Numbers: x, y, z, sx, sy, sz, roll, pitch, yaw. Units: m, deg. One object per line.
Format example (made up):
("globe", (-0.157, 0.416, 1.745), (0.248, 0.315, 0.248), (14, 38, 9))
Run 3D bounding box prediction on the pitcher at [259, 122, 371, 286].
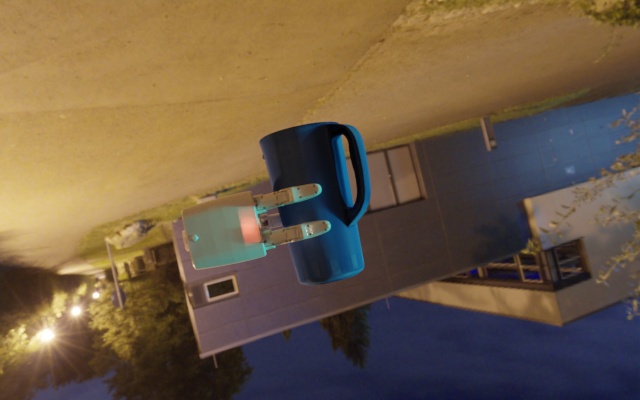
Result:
("pitcher", (0.000, 0.002, 0.749), (0.145, 0.243, 0.149), (-13, -2, -10))
